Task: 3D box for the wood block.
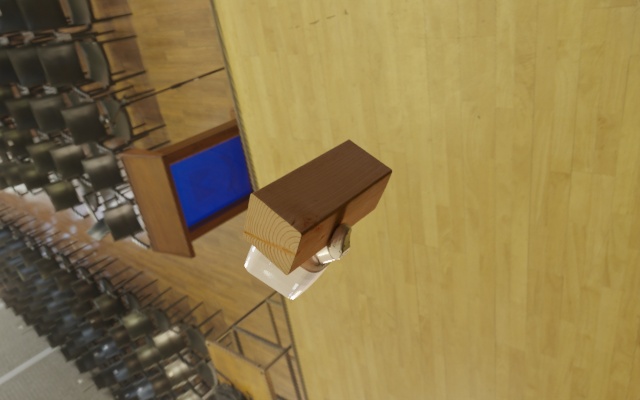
[{"bbox_3d":[0.000,0.003,0.683,0.091,0.090,0.206,39,46,19],"label":"wood block"}]
